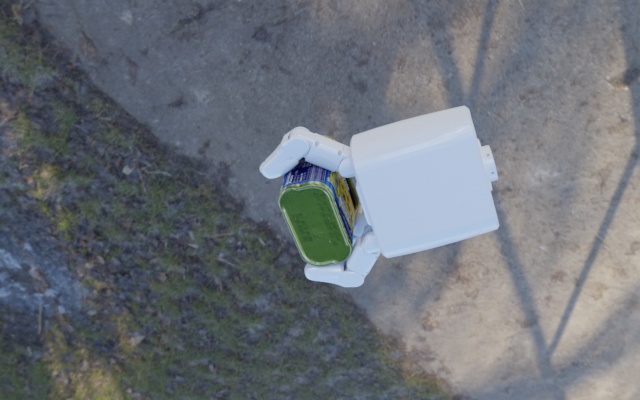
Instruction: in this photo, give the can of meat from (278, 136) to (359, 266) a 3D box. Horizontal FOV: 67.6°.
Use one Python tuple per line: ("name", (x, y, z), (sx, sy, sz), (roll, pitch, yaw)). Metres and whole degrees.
("can of meat", (0.000, 0.002, 0.473), (0.057, 0.102, 0.084), (-12, 33, 15))
